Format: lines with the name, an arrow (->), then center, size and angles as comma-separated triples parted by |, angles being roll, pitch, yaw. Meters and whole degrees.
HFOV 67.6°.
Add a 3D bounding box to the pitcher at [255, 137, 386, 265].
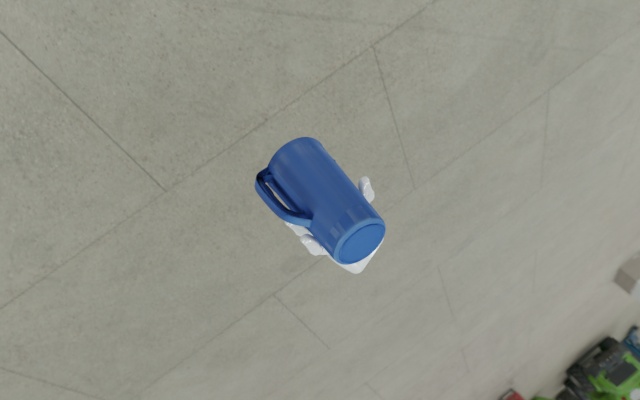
pitcher -> 0.000, 0.003, 0.874 | 0.242, 0.149, 0.145 | 50, 4, 37
